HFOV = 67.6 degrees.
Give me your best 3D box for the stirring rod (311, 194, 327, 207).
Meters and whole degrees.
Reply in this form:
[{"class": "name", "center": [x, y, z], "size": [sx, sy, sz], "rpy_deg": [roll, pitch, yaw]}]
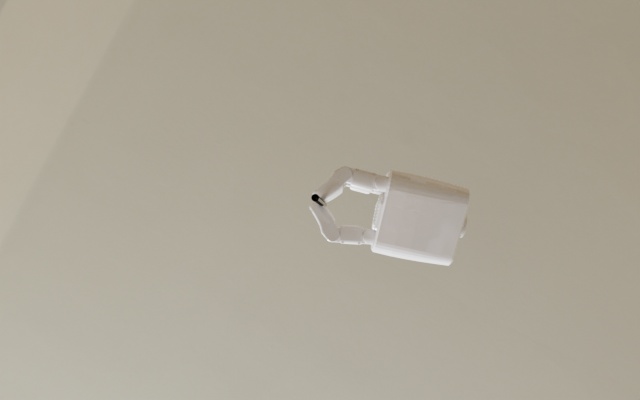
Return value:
[{"class": "stirring rod", "center": [0.000, 0.002, 0.604], "size": [0.011, 0.011, 0.239], "rpy_deg": [0, -2, 3]}]
